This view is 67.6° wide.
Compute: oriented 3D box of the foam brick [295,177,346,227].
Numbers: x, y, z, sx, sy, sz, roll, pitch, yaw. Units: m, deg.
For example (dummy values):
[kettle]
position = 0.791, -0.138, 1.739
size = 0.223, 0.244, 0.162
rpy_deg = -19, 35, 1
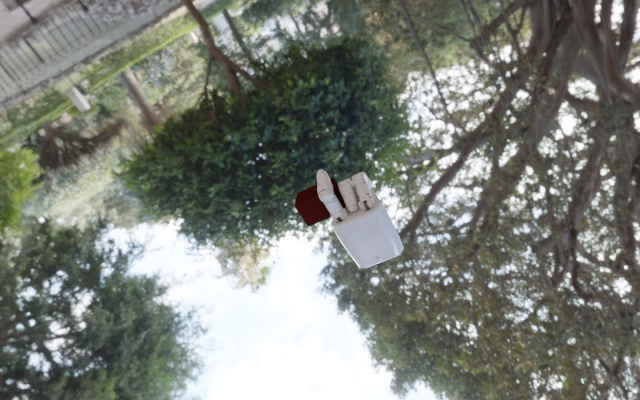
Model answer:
[foam brick]
position = 0.000, 0.003, 0.869
size = 0.078, 0.051, 0.053
rpy_deg = -24, 24, 18
